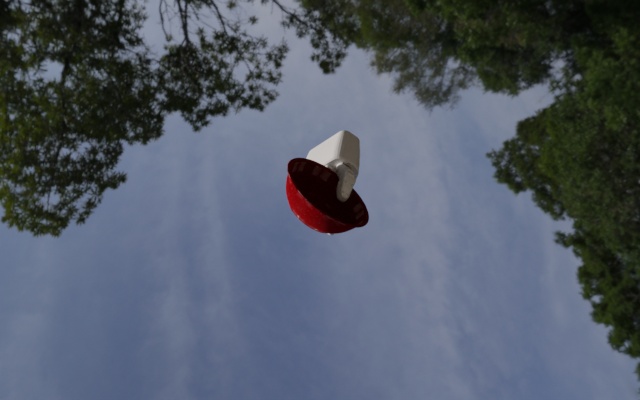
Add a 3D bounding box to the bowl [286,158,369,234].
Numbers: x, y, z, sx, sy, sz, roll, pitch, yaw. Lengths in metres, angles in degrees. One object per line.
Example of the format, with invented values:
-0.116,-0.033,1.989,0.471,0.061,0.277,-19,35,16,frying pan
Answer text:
0.000,0.003,0.784,0.162,0.055,0.162,31,25,-17,bowl
